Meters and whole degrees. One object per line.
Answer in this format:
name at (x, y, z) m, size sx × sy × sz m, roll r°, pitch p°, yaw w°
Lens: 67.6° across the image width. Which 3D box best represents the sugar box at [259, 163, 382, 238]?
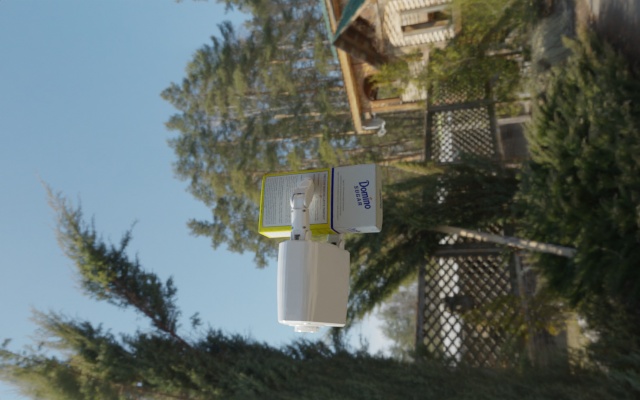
sugar box at (0.000, 0.003, 0.693) m, size 0.176 × 0.093 × 0.048 m, roll -3°, pitch -16°, yaw 17°
